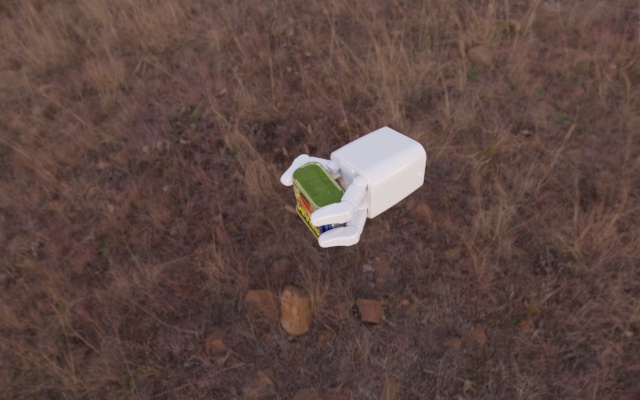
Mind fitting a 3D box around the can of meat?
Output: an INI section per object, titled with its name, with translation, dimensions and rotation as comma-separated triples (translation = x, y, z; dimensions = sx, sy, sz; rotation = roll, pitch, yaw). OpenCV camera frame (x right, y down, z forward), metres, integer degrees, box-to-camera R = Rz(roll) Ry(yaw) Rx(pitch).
[can of meat]
translation = 0.000, 0.002, 0.729
dimensions = 0.057, 0.102, 0.084
rotation = -27, -37, -15
